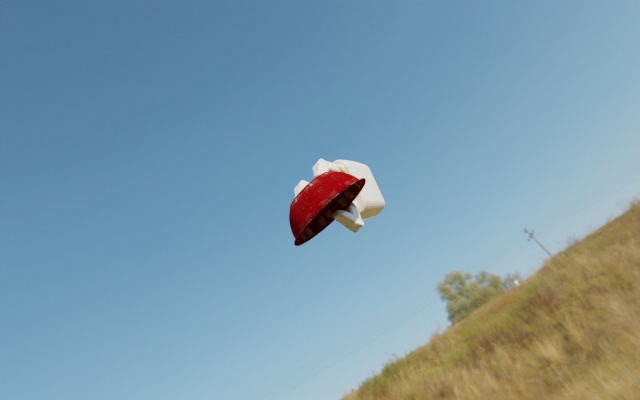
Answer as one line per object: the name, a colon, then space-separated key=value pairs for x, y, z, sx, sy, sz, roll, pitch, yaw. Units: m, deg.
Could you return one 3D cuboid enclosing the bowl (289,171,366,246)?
bowl: x=0.000 y=0.002 z=0.800 sx=0.162 sy=0.055 sz=0.162 roll=-41 pitch=-11 yaw=-10
